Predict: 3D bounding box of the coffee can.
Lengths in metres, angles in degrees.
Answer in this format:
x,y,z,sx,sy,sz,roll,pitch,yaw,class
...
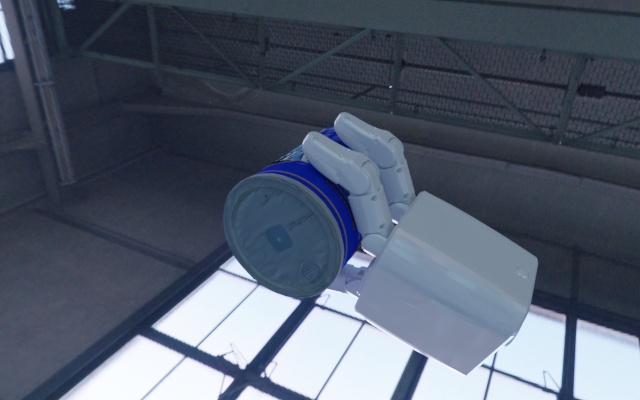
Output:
x,y,z,sx,sy,sz,roll,pitch,yaw,class
0.000,0.001,0.409,0.103,0.103,0.140,0,24,30,coffee can
